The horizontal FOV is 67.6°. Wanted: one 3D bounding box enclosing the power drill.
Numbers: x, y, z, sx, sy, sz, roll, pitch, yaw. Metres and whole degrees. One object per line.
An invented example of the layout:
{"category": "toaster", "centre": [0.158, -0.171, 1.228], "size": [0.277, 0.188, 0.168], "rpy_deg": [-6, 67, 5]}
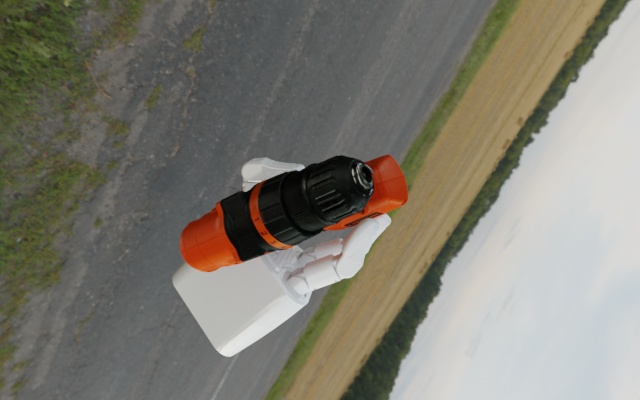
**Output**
{"category": "power drill", "centre": [0.000, 0.001, 0.406], "size": [0.184, 0.057, 0.187], "rpy_deg": [-21, -5, 37]}
